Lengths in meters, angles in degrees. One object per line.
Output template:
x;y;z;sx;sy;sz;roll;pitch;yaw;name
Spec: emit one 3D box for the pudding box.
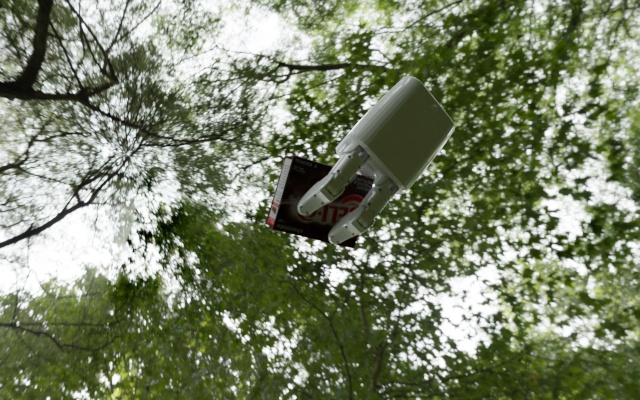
0.000;0.002;0.578;0.113;0.090;0.039;15;2;-21;pudding box
